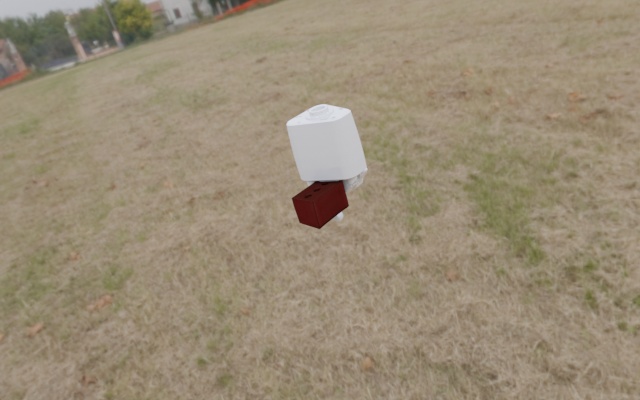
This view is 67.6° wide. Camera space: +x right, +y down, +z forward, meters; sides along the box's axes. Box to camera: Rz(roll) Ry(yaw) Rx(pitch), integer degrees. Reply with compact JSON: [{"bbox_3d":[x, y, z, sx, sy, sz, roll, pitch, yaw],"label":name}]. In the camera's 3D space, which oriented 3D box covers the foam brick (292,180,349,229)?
[{"bbox_3d":[0.000,0.003,0.804,0.053,0.051,0.078,12,38,43],"label":"foam brick"}]
